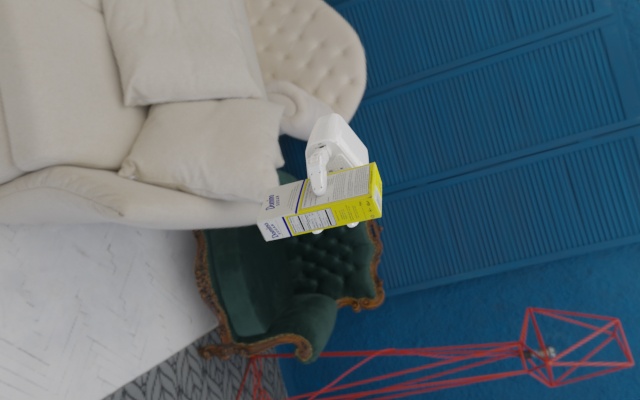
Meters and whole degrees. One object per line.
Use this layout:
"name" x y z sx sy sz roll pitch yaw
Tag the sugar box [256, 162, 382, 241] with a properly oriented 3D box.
"sugar box" 0.000 0.003 0.704 0.176 0.048 0.093 -15 30 18
